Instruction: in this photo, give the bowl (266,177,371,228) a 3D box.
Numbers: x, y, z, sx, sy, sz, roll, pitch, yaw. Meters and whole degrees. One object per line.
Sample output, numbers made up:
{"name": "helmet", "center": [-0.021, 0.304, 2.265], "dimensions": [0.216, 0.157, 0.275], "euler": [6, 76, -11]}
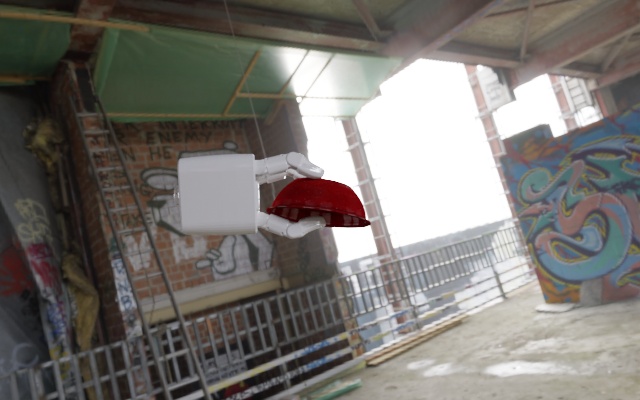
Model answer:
{"name": "bowl", "center": [0.001, 0.002, 0.734], "dimensions": [0.162, 0.055, 0.162], "euler": [8, -11, 2]}
